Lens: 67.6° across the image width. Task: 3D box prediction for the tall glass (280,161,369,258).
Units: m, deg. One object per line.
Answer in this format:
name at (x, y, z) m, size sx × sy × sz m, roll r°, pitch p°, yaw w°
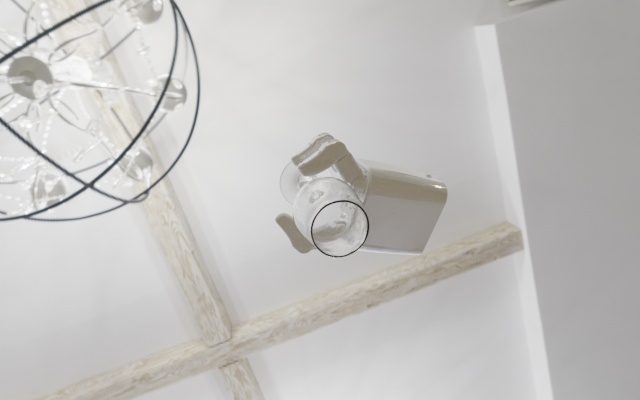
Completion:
tall glass at (0.000, 0.002, 0.576) m, size 0.079 × 0.079 × 0.201 m, roll 0°, pitch 16°, yaw -12°
